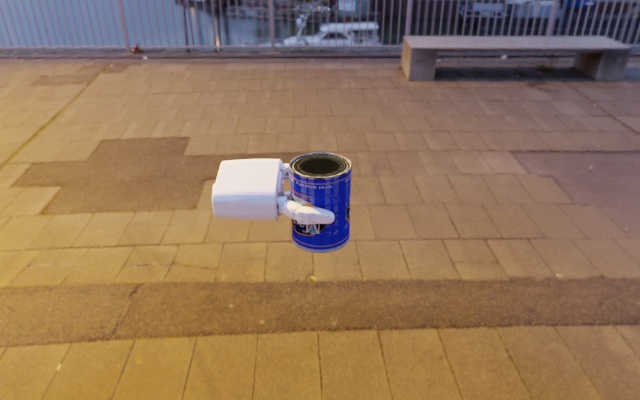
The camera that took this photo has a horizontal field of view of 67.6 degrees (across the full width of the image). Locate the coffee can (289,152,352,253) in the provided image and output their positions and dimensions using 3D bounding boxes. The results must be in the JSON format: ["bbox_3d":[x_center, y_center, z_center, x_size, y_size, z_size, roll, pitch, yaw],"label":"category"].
[{"bbox_3d":[0.000,0.003,0.806,0.103,0.140,0.102,0,28,0],"label":"coffee can"}]
